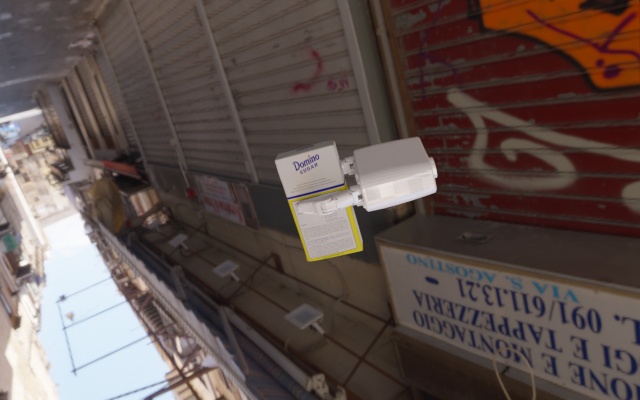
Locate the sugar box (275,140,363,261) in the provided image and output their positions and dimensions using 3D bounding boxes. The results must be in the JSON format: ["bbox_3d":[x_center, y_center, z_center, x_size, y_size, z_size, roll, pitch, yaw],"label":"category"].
[{"bbox_3d":[0.000,0.002,0.741,0.093,0.176,0.048,-13,17,8],"label":"sugar box"}]
